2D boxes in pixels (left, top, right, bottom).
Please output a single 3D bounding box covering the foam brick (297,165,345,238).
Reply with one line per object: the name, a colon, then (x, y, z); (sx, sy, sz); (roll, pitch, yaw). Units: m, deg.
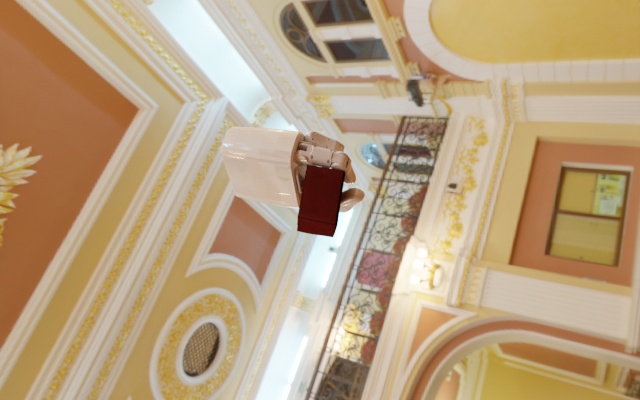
foam brick: (0.000, 0.002, 0.626); (0.051, 0.078, 0.053); (10, -25, 0)
